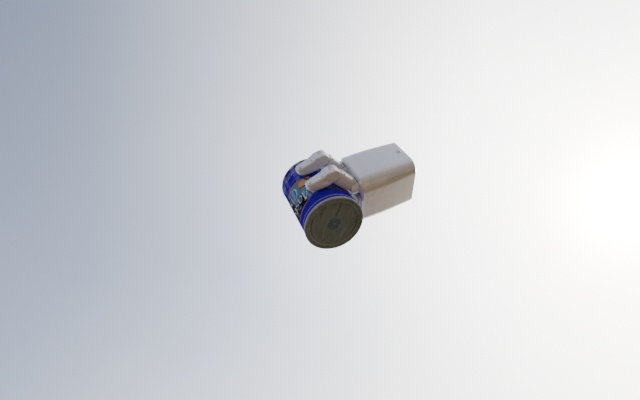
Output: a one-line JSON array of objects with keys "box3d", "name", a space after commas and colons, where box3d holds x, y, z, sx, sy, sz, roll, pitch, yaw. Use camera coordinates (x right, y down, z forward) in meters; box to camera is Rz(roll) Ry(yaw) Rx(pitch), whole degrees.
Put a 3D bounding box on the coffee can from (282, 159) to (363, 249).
[{"box3d": [0.000, 0.003, 0.839, 0.103, 0.103, 0.140, 0, 32, -23], "name": "coffee can"}]
